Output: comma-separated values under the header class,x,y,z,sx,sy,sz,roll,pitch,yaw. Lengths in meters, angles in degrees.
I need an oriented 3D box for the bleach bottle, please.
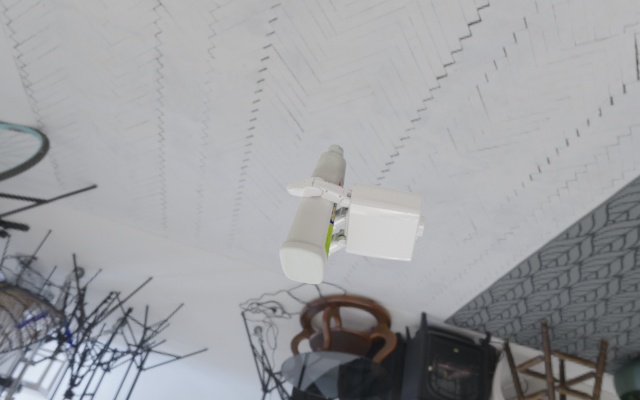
class,x,y,z,sx,sy,sz,roll,pitch,yaw
bleach bottle,0.000,0.003,0.773,0.068,0.250,0.103,10,-36,9
